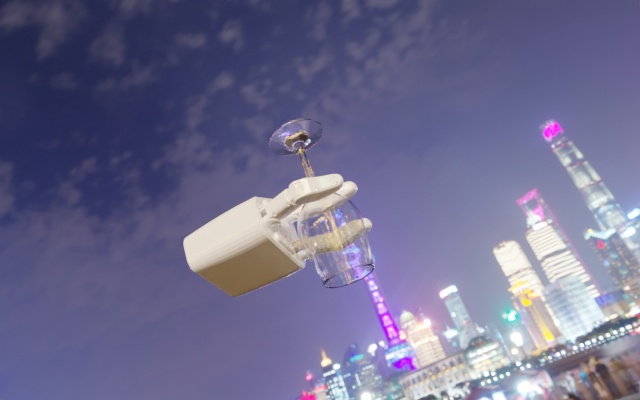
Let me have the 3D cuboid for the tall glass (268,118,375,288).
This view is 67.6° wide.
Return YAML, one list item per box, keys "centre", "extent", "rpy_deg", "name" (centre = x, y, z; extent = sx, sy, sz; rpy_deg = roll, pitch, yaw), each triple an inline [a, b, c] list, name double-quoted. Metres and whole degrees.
- centre: [0.000, 0.001, 0.578]
  extent: [0.079, 0.201, 0.079]
  rpy_deg: [-17, -25, -9]
  name: "tall glass"
